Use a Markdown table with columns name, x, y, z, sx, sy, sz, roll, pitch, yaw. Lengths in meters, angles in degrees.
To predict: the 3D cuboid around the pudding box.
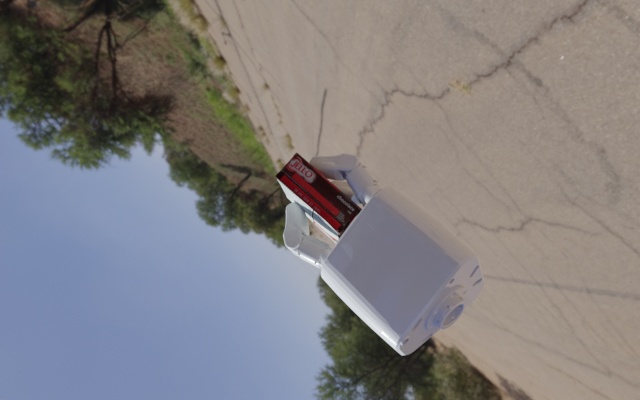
| name | x | y | z | sx | sy | sz | roll | pitch | yaw |
| --- | --- | --- | --- | --- | --- | --- | --- | --- | --- |
| pudding box | 0.000 | 0.002 | 0.523 | 0.090 | 0.039 | 0.113 | 43 | -8 | 9 |
